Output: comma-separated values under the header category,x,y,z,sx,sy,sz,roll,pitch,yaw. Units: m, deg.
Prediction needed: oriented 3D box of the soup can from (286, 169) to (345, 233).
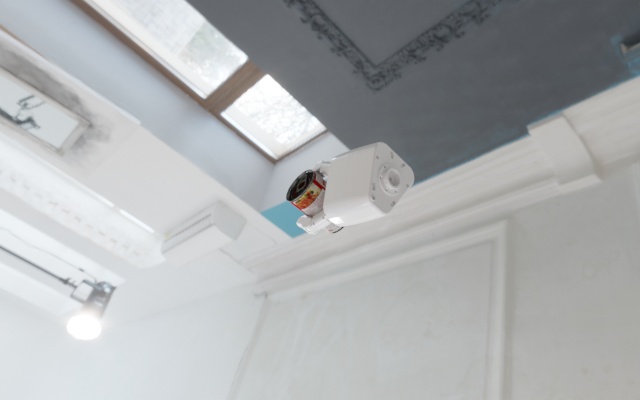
category,x,y,z,sx,sy,sz,roll,pitch,yaw
soup can,0.000,0.003,0.831,0.102,0.068,0.068,39,-19,-25
